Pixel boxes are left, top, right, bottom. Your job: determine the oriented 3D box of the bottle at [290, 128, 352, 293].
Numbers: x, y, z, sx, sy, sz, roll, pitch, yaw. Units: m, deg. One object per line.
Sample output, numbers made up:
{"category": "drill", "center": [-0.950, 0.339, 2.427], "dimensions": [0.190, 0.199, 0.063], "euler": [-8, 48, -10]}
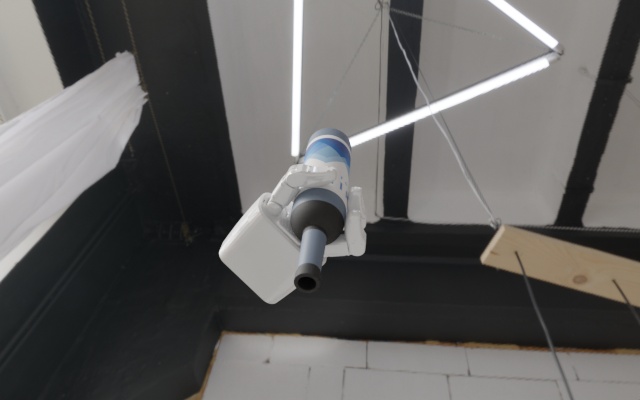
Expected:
{"category": "bottle", "center": [0.000, 0.002, 0.603], "dimensions": [0.069, 0.069, 0.295], "euler": [0, 34, 7]}
